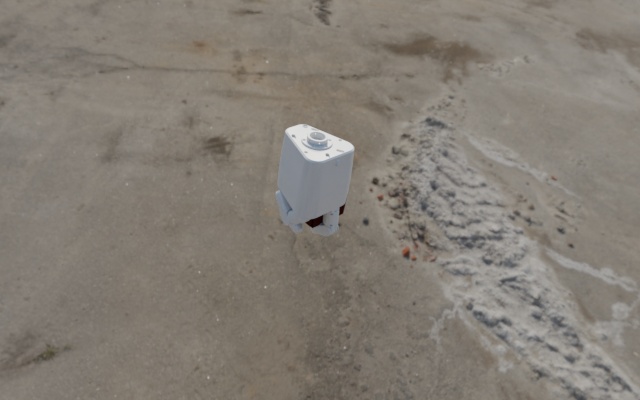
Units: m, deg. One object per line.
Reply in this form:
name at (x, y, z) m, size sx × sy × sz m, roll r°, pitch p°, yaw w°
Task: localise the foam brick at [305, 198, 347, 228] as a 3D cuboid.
foam brick at (0.000, 0.003, 0.827) m, size 0.078 × 0.051 × 0.053 m, roll -24°, pitch 48°, yaw -37°
